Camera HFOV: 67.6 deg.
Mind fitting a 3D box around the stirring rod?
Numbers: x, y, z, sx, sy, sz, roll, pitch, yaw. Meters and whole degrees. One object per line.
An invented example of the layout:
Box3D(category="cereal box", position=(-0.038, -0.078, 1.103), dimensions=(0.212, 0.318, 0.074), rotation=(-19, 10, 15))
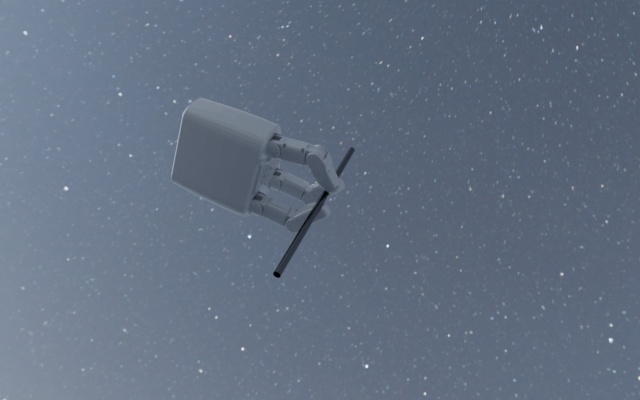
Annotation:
Box3D(category="stirring rod", position=(0.000, 0.002, 0.543), dimensions=(0.011, 0.011, 0.239), rotation=(0, 35, 25))
